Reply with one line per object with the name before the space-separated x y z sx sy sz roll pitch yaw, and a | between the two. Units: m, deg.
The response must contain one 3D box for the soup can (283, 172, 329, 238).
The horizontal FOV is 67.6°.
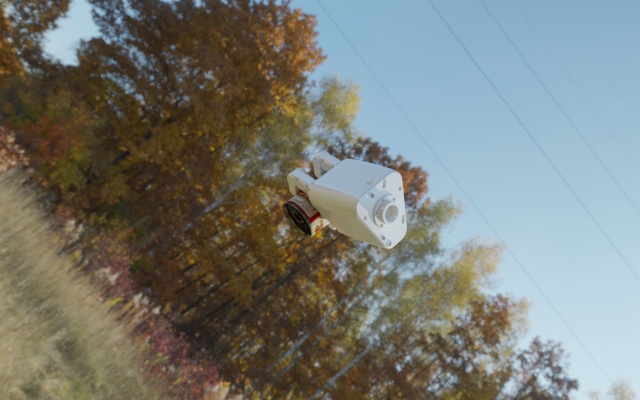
soup can | 0.000 0.002 0.763 0.102 0.068 0.068 -38 17 -23
